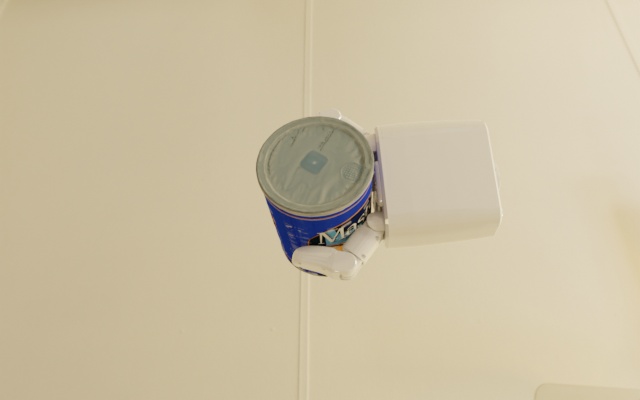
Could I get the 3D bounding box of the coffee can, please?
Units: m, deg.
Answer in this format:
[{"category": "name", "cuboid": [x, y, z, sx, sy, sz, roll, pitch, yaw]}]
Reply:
[{"category": "coffee can", "cuboid": [0.000, 0.002, 0.471, 0.103, 0.102, 0.140, 0, -30, 5]}]
